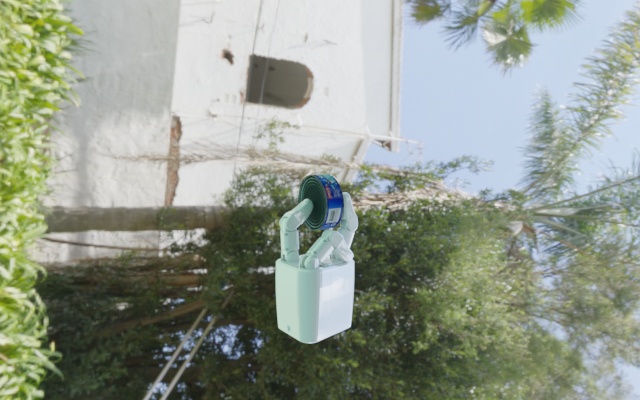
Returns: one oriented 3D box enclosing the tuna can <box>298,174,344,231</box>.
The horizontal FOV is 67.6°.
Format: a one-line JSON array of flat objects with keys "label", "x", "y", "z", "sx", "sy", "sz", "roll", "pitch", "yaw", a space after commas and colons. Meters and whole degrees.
[{"label": "tuna can", "x": 0.001, "y": 0.002, "z": 0.737, "sx": 0.034, "sy": 0.086, "sz": 0.086, "roll": -5, "pitch": 3, "yaw": -30}]
